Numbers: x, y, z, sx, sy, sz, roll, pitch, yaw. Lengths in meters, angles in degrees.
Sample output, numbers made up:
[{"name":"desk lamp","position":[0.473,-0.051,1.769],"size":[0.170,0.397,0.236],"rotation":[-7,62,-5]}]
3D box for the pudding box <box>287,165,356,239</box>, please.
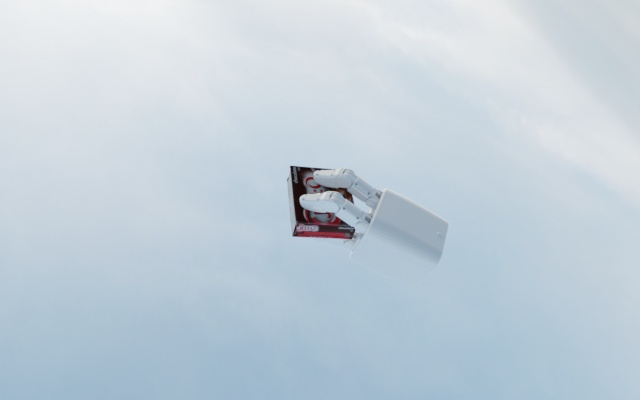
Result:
[{"name":"pudding box","position":[0.000,0.002,0.697],"size":[0.090,0.113,0.039],"rotation":[4,-44,-15]}]
